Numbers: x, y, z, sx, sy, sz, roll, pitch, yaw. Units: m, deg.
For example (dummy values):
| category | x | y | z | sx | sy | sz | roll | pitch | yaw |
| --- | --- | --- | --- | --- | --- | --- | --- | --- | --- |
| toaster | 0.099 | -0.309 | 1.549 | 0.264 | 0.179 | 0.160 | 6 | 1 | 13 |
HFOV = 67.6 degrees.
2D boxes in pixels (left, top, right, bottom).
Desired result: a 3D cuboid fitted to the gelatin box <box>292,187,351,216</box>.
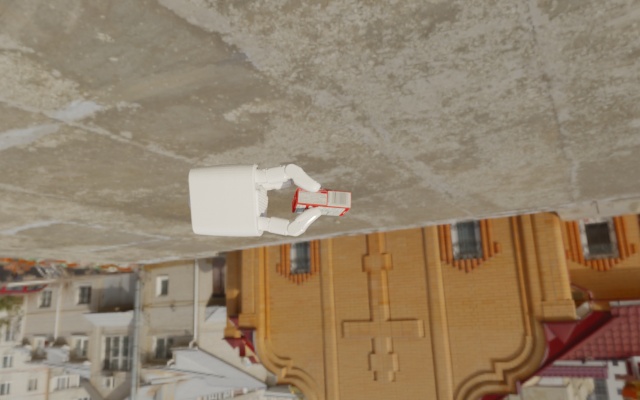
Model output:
| category | x | y | z | sx | sy | sz | roll | pitch | yaw |
| --- | --- | --- | --- | --- | --- | --- | --- | --- | --- |
| gelatin box | 0.000 | 0.003 | 0.774 | 0.089 | 0.030 | 0.073 | 5 | -12 | -6 |
